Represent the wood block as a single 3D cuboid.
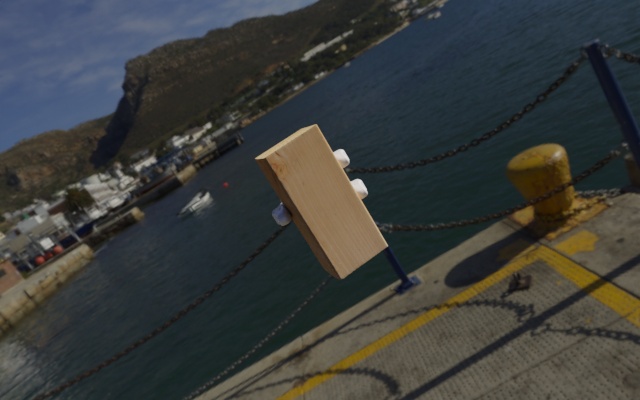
[{"bbox_3d":[0.000,0.002,0.708,0.091,0.206,0.090,-34,13,-11],"label":"wood block"}]
